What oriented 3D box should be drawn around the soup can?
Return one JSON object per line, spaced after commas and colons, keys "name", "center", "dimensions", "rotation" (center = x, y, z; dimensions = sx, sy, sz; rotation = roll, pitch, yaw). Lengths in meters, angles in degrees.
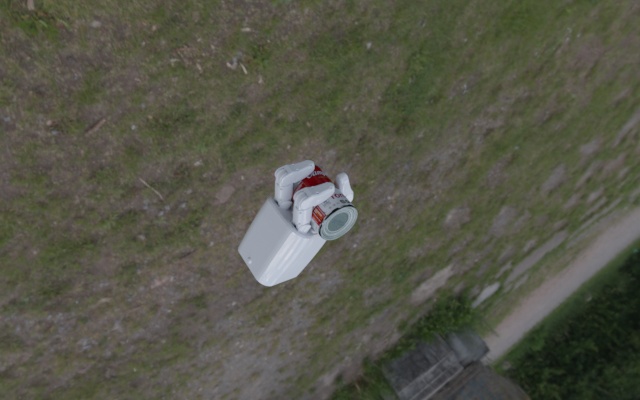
{"name": "soup can", "center": [0.001, 0.002, 0.717], "dimensions": [0.068, 0.068, 0.102], "rotation": [0, 38, -43]}
